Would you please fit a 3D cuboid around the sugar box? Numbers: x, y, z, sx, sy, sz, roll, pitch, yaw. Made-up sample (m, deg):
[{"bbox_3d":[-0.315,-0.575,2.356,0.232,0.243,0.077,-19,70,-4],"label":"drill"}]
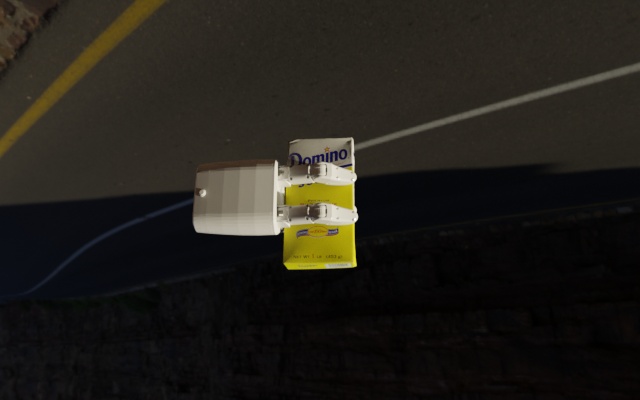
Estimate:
[{"bbox_3d":[0.000,0.002,0.643,0.093,0.176,0.048,-2,-17,5],"label":"sugar box"}]
